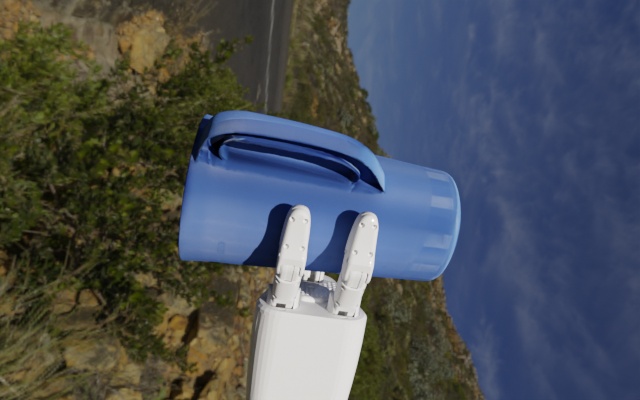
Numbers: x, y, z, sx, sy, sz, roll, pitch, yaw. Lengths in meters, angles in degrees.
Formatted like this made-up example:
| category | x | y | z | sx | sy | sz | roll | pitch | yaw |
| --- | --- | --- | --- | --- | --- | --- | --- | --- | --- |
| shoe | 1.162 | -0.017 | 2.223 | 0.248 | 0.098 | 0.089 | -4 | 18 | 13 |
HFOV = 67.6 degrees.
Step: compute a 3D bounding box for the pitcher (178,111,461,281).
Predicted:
| category | x | y | z | sx | sy | sz | roll | pitch | yaw |
| --- | --- | --- | --- | --- | --- | --- | --- | --- | --- |
| pitcher | 0.000 | 0.002 | 0.438 | 0.243 | 0.145 | 0.149 | 9 | 12 | -7 |
